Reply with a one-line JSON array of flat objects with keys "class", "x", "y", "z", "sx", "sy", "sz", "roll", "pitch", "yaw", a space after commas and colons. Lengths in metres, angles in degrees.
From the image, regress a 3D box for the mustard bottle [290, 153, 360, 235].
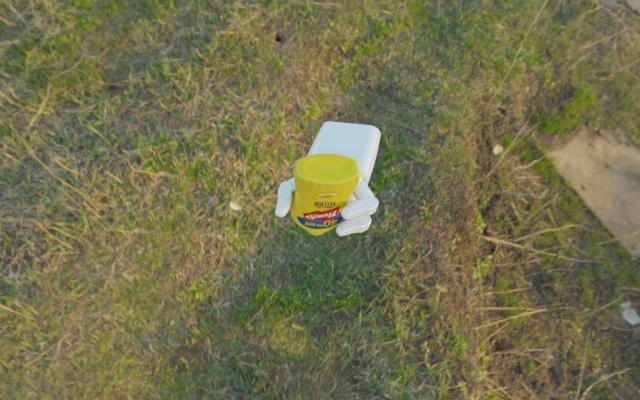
[{"class": "mustard bottle", "x": 0.000, "y": 0.003, "z": 0.771, "sx": 0.096, "sy": 0.058, "sz": 0.192, "roll": -3, "pitch": -32, "yaw": -9}]
